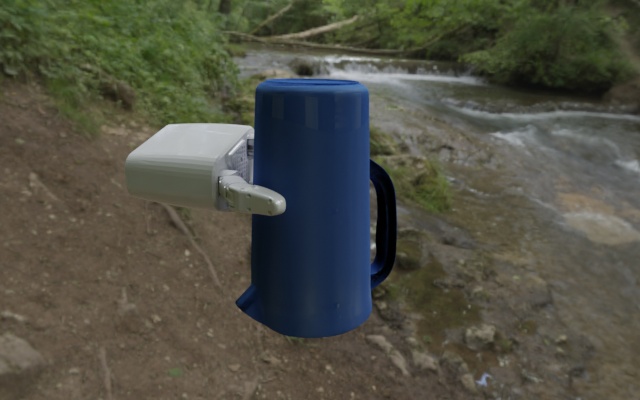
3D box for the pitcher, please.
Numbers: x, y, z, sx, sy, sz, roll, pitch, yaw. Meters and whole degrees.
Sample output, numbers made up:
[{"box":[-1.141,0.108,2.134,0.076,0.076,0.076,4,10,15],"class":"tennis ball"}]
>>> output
[{"box":[0.000,0.002,0.490,0.145,0.243,0.149,6,18,17],"class":"pitcher"}]
